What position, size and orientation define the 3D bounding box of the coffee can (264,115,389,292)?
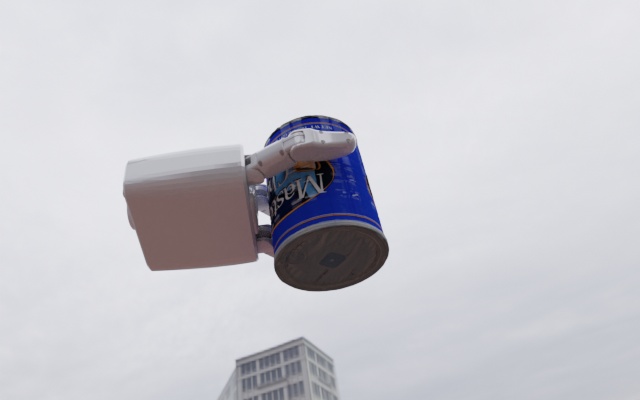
[{"bbox_3d":[0.000,0.002,0.463,0.103,0.140,0.103,-7,-40,-6],"label":"coffee can"}]
